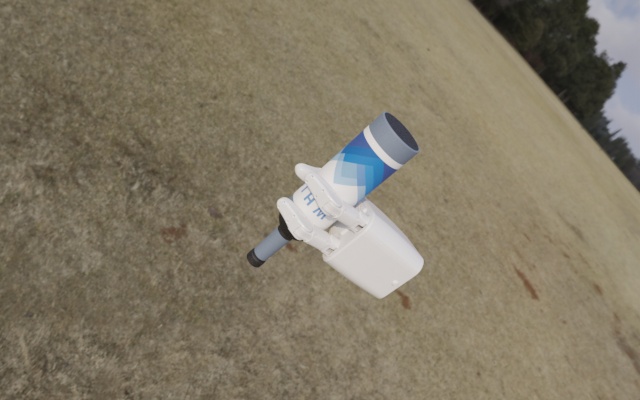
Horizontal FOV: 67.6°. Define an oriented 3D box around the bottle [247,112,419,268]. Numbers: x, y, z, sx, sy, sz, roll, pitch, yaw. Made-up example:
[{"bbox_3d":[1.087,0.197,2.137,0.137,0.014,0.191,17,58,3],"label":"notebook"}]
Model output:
[{"bbox_3d":[0.000,0.002,0.652,0.296,0.069,0.069,-41,-21,25],"label":"bottle"}]
